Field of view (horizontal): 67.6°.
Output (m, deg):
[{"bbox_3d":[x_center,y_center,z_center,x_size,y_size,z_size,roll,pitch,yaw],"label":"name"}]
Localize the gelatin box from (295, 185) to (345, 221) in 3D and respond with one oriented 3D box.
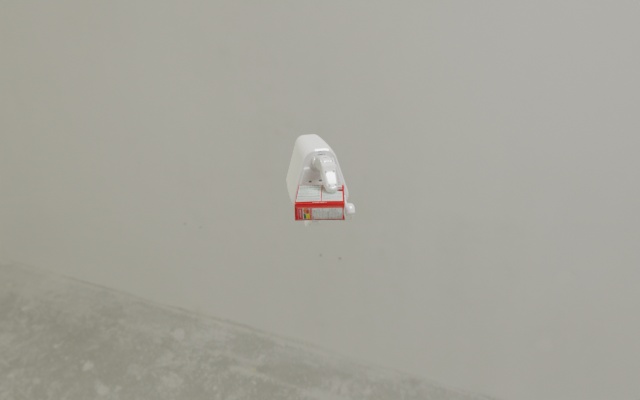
[{"bbox_3d":[0.000,0.002,0.724,0.073,0.030,0.089,-1,20,2],"label":"gelatin box"}]
